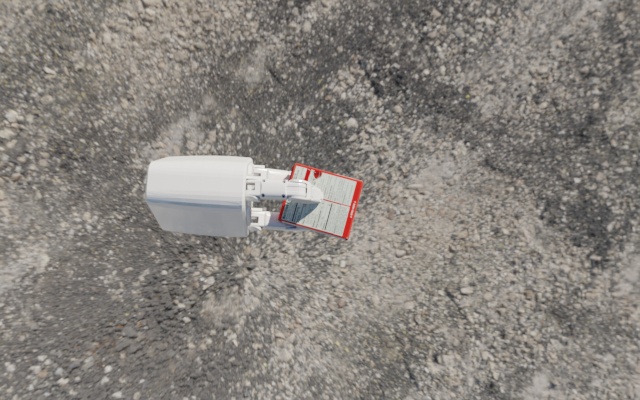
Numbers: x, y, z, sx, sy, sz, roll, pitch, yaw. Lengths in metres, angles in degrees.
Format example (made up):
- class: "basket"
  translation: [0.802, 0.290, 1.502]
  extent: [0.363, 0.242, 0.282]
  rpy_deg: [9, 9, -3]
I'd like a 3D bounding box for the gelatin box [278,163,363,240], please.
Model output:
- class: "gelatin box"
  translation: [0.000, 0.002, 0.582]
  extent: [0.089, 0.073, 0.030]
  rpy_deg: [15, -8, 2]
